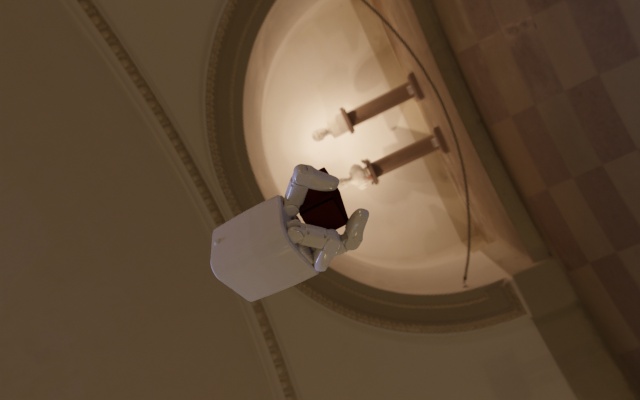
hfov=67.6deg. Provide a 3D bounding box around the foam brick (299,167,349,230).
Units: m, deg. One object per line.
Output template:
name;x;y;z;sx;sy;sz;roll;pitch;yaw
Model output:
foam brick;0.000;0.002;0.654;0.051;0.053;0.078;-27;34;9
